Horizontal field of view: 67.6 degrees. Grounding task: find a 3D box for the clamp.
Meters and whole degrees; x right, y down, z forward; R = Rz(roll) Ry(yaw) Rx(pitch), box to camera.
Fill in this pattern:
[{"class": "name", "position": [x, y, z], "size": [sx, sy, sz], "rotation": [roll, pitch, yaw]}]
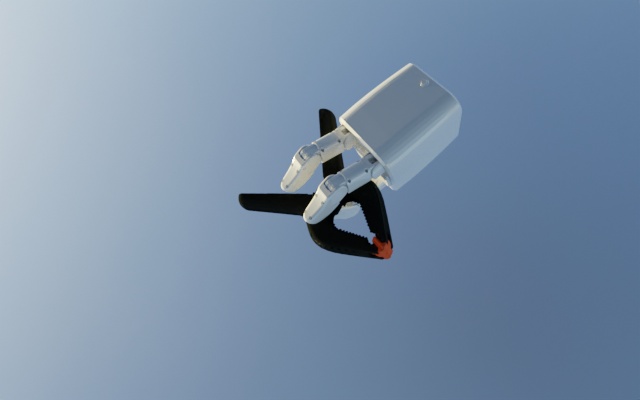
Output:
[{"class": "clamp", "position": [0.001, 0.002, 0.559], "size": [0.210, 0.164, 0.036], "rotation": [52, 6, 34]}]
